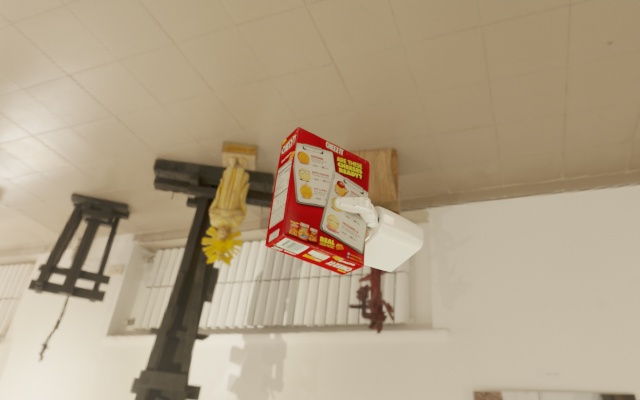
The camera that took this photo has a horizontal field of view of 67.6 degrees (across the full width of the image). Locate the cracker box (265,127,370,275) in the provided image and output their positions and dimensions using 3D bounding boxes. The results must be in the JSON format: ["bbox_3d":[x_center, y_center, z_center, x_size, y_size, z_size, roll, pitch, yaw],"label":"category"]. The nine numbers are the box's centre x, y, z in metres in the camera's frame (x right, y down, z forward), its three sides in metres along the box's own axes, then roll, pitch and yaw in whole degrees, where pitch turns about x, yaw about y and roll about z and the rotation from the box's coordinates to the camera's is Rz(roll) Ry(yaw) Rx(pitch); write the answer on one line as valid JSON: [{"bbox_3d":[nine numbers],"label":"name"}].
[{"bbox_3d":[0.000,0.003,0.833,0.164,0.213,0.072,23,-35,-27],"label":"cracker box"}]
